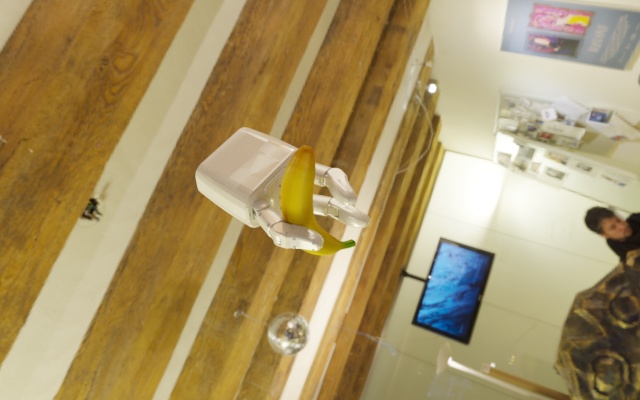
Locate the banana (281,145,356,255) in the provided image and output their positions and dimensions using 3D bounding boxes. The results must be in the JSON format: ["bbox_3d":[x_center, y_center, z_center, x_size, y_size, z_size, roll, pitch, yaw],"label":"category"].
[{"bbox_3d":[-0.013,0.016,0.576,0.037,0.069,0.198,42,-14,38],"label":"banana"}]
